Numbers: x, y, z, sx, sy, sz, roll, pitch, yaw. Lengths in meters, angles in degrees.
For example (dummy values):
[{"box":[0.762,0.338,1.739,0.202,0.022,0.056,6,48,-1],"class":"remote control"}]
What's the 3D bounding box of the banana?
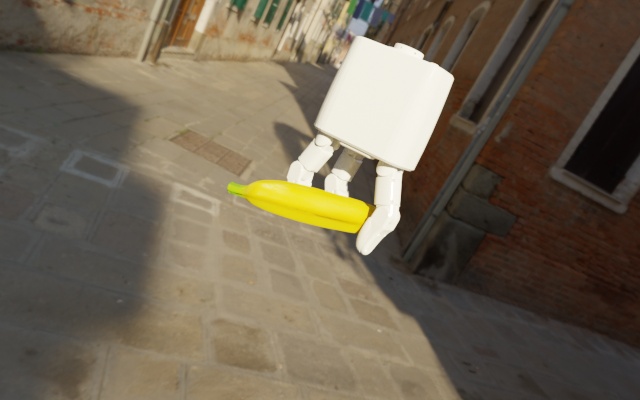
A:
[{"box":[0.004,0.007,0.512,0.198,0.037,0.069,15,11,-27],"class":"banana"}]
